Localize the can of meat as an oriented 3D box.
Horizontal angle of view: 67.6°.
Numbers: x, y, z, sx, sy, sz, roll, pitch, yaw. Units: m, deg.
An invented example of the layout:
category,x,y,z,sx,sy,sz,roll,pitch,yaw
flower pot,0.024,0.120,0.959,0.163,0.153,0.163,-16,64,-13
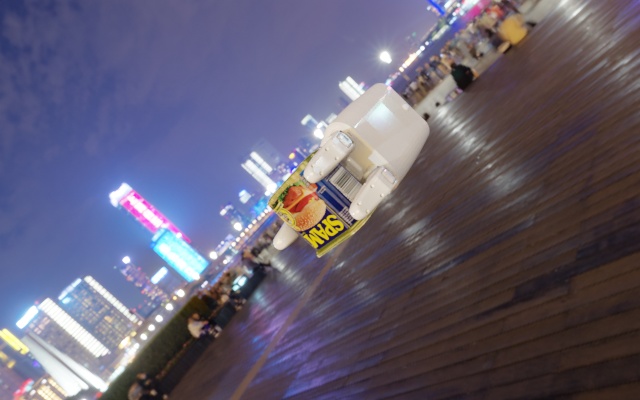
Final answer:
category,x,y,z,sx,sy,sz,roll,pitch,yaw
can of meat,0.000,0.001,0.500,0.057,0.084,0.102,-49,4,-35
